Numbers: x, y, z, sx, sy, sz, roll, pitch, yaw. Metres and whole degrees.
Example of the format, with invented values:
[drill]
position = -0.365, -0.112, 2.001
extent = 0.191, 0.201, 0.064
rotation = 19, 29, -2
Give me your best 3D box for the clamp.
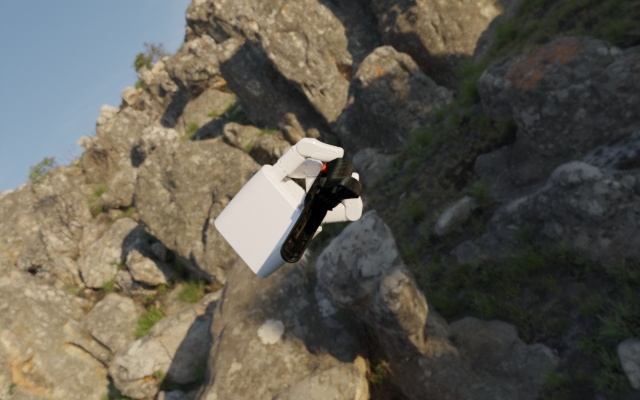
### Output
[clamp]
position = 0.000, 0.001, 0.559
extent = 0.120, 0.039, 0.171
rotation = -44, 10, 13
